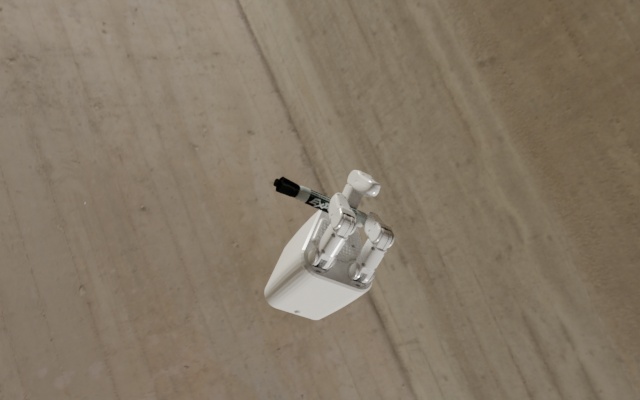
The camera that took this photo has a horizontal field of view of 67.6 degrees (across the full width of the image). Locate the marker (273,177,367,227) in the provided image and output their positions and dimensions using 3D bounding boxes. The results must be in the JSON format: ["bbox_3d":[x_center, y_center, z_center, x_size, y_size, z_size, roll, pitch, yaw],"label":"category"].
[{"bbox_3d":[0.000,0.002,0.560,0.121,0.020,0.020,23,-9,-22],"label":"marker"}]
